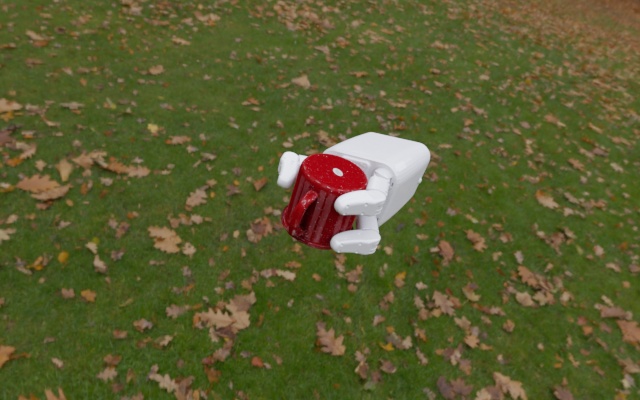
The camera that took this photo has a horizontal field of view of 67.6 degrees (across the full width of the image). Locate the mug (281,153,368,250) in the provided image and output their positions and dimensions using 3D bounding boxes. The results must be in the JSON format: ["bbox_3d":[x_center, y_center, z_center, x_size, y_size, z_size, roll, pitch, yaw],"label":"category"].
[{"bbox_3d":[-0.001,0.002,0.558,0.093,0.081,0.117,33,37,21],"label":"mug"}]
